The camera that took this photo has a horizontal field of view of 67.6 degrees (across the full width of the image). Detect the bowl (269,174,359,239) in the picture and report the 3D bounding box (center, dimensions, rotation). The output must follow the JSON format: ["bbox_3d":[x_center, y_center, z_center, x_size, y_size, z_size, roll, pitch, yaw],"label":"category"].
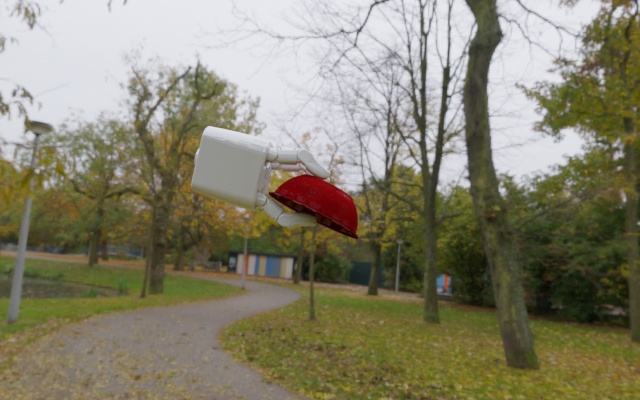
[{"bbox_3d":[0.001,0.003,0.769,0.162,0.055,0.162,27,-7,4],"label":"bowl"}]
